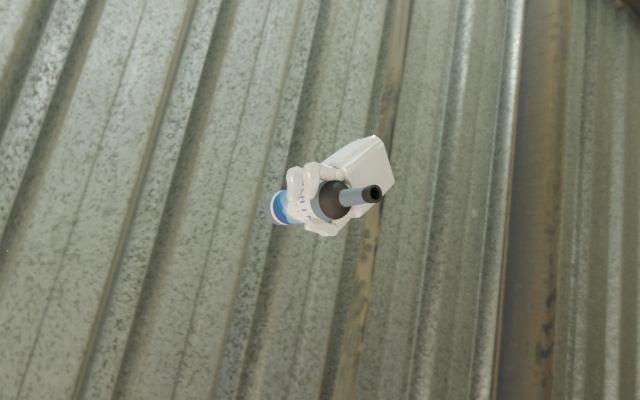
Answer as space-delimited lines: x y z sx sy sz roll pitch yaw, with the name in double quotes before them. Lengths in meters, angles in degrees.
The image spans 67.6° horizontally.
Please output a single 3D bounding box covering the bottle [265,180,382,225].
"bottle" 0.000 0.003 0.819 0.069 0.069 0.296 0 -5 -33
